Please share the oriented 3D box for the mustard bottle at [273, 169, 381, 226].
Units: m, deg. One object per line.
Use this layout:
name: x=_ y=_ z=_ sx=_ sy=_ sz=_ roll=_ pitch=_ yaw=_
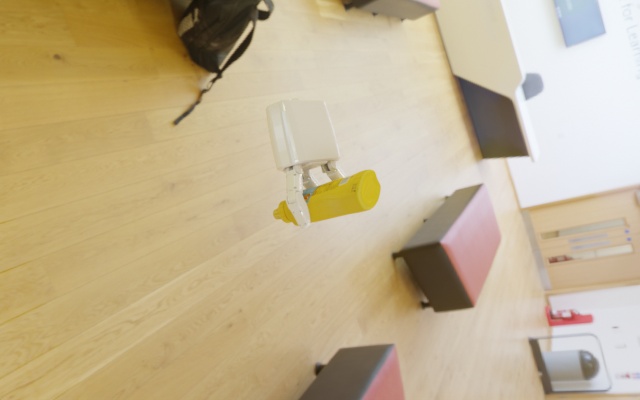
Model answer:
mustard bottle: x=0.000 y=0.003 z=0.801 sx=0.191 sy=0.058 sz=0.096 roll=-15 pitch=20 yaw=30
